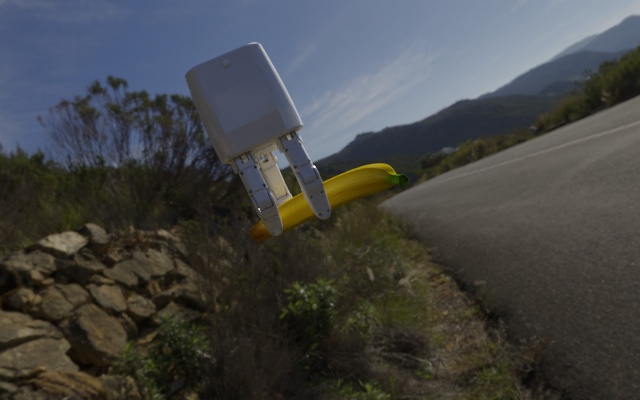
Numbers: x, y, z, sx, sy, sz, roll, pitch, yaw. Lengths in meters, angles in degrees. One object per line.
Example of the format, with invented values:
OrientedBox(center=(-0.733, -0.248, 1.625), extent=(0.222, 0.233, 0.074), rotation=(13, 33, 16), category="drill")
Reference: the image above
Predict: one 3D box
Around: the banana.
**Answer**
OrientedBox(center=(0.007, -0.003, 0.568), extent=(0.198, 0.037, 0.069), rotation=(-23, 5, 16), category="banana")
